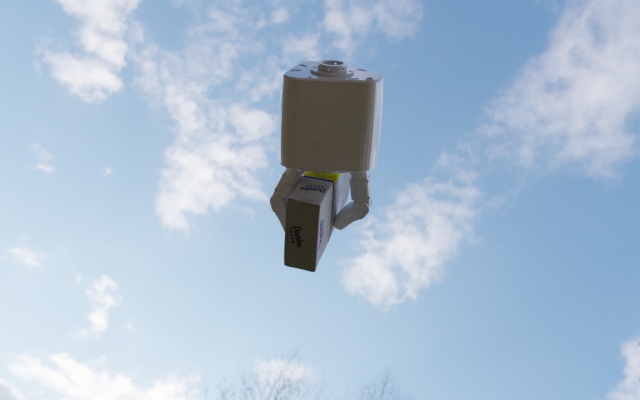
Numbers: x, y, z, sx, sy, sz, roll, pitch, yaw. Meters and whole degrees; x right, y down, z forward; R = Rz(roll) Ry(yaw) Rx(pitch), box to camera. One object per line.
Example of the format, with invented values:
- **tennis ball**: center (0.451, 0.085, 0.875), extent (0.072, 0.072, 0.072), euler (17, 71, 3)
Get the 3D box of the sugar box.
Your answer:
- **sugar box**: center (0.000, 0.002, 0.610), extent (0.048, 0.093, 0.176), euler (12, 29, 13)
